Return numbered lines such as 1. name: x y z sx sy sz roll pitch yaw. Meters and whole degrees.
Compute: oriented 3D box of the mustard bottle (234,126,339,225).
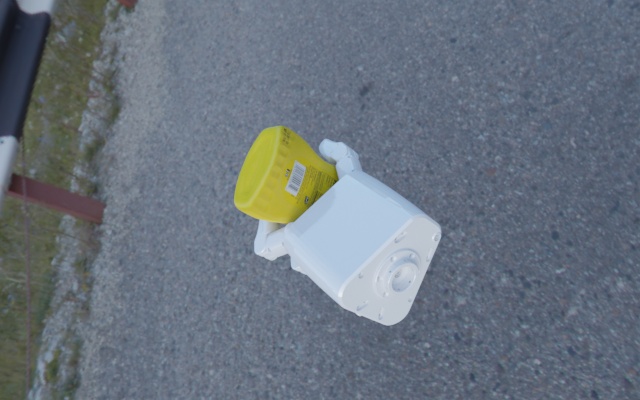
1. mustard bottle: 0.000 0.002 0.539 0.192 0.096 0.058 30 -20 -37
